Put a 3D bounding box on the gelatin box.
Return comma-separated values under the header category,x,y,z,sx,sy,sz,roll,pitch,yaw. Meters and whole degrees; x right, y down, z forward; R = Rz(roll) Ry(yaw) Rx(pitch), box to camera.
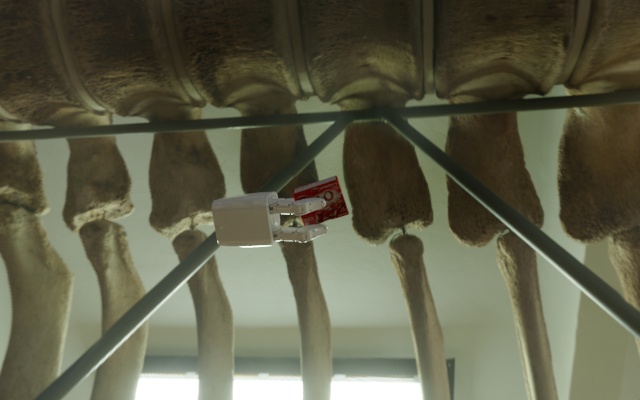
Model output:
category,x,y,z,sx,sy,sz,roll,pitch,yaw
gelatin box,0.000,0.003,0.884,0.089,0.073,0.030,-18,20,5
